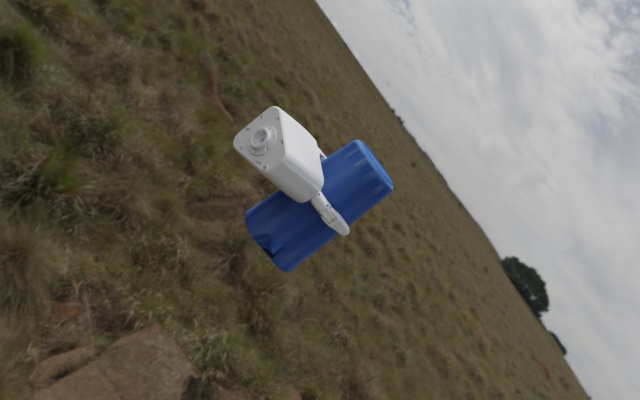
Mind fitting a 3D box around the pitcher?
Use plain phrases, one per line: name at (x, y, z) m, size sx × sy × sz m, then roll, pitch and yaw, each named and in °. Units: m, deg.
pitcher at (0.000, 0.003, 0.836) m, size 0.243 × 0.149 × 0.145 m, roll -36°, pitch -35°, yaw 12°
